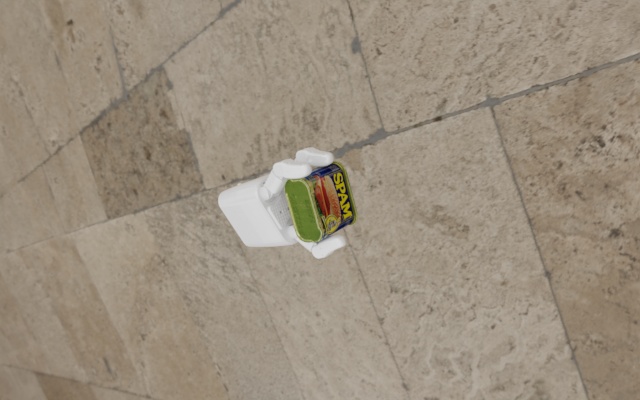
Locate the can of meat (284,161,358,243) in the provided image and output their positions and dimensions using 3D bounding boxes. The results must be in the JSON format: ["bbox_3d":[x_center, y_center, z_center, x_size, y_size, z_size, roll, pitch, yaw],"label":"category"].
[{"bbox_3d":[0.000,0.002,0.697,0.057,0.102,0.084,-5,14,43],"label":"can of meat"}]
